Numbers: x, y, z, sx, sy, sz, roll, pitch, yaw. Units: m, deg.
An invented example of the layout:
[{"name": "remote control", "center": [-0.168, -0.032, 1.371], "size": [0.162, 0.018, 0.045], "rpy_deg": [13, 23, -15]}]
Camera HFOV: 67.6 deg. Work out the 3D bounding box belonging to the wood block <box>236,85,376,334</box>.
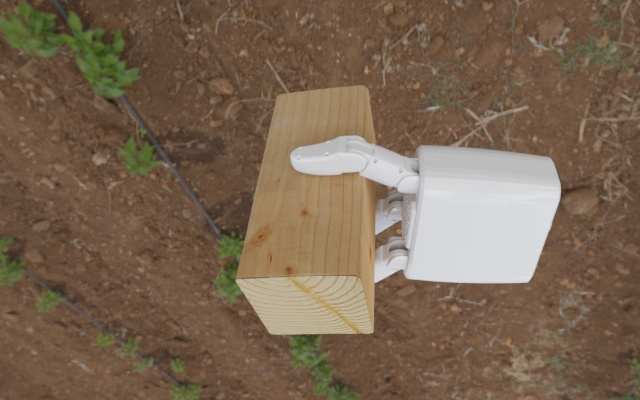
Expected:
[{"name": "wood block", "center": [0.000, 0.001, 0.420], "size": [0.090, 0.206, 0.091], "rpy_deg": [-4, -41, 12]}]
